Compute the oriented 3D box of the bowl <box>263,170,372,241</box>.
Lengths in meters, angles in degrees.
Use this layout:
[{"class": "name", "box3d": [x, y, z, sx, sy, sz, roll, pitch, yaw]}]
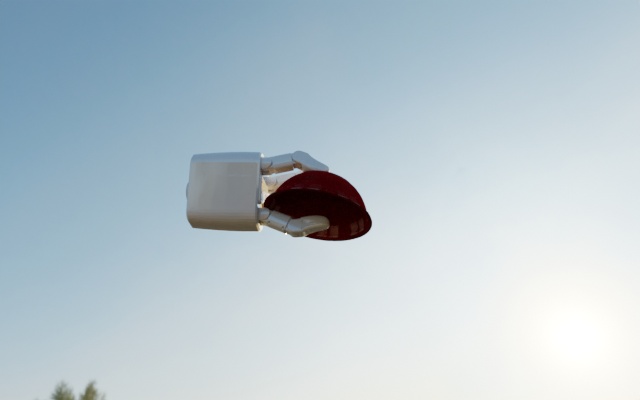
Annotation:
[{"class": "bowl", "box3d": [0.001, 0.002, 0.709, 0.162, 0.055, 0.162, 9, -28, 5]}]
